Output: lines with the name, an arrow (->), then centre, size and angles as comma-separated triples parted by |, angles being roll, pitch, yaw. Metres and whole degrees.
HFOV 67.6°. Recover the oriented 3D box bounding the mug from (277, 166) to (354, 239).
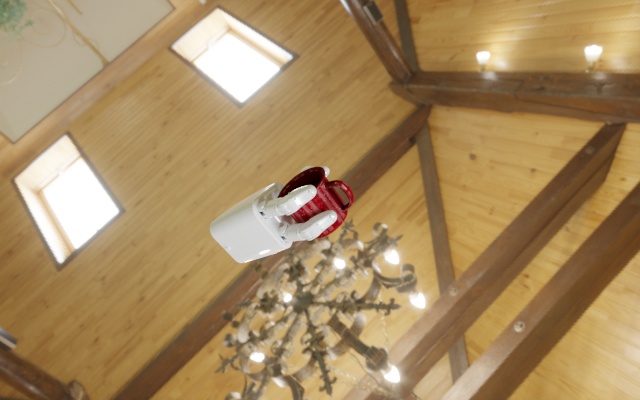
mug -> 0.001, 0.002, 0.757 | 0.117, 0.081, 0.093 | -21, 31, 31
